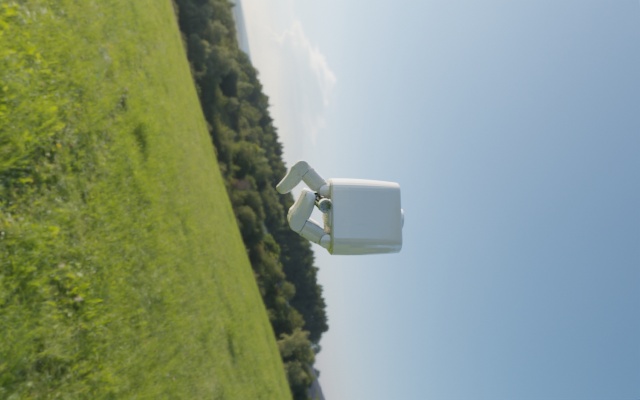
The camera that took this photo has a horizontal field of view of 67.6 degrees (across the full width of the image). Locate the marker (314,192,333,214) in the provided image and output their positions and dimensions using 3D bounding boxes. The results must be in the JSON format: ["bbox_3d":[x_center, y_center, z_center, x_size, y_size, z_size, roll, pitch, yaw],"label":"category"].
[{"bbox_3d":[0.000,0.002,0.685,0.020,0.020,0.121,0,5,-7],"label":"marker"}]
